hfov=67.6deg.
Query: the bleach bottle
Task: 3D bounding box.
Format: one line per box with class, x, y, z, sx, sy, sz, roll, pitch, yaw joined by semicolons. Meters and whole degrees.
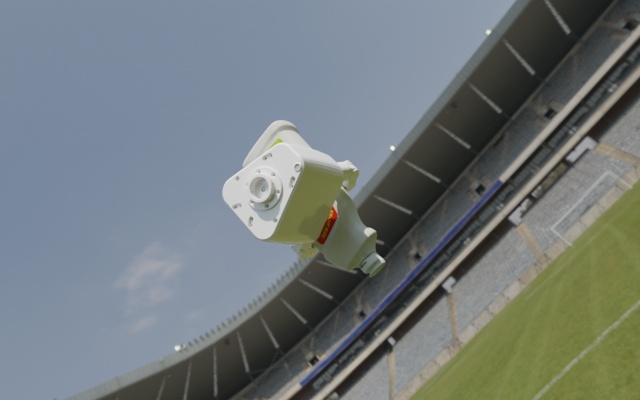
bleach bottle;0.000;0.002;0.677;0.250;0.102;0.068;46;17;21
